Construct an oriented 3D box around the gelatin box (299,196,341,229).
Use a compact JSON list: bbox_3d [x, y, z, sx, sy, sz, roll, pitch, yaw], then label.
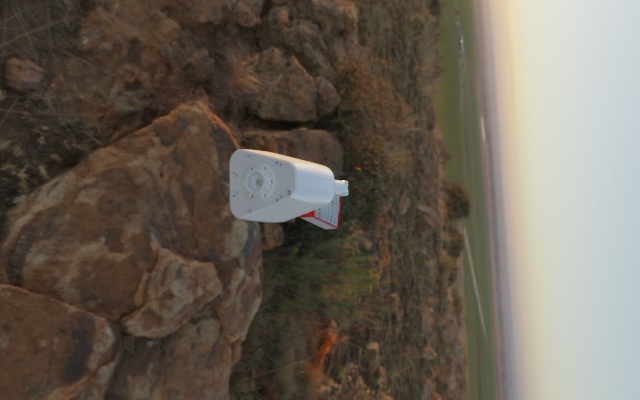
[{"bbox_3d":[0.001,0.003,0.785,0.030,0.073,0.089,-5,-18,31],"label":"gelatin box"}]
